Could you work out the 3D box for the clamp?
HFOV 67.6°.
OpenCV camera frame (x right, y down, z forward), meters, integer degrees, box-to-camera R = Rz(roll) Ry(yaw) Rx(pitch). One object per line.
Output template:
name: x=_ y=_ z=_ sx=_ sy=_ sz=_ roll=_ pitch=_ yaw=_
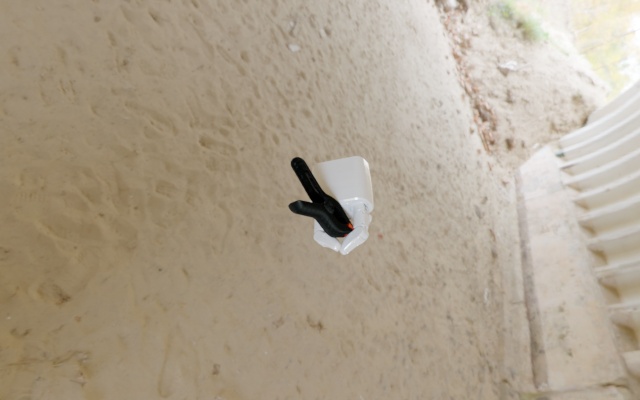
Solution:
clamp: x=0.001 y=0.003 z=0.825 sx=0.039 sy=0.120 sz=0.171 roll=-21 pitch=-39 yaw=27
